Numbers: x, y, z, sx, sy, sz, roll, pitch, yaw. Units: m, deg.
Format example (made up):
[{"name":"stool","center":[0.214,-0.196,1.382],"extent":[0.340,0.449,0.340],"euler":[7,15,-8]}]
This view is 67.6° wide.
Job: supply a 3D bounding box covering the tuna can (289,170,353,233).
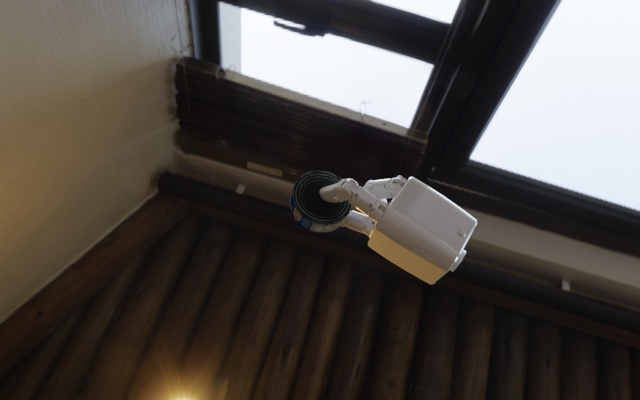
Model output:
[{"name":"tuna can","center":[0.000,0.002,0.668],"extent":[0.086,0.086,0.034],"euler":[0,-31,-15]}]
